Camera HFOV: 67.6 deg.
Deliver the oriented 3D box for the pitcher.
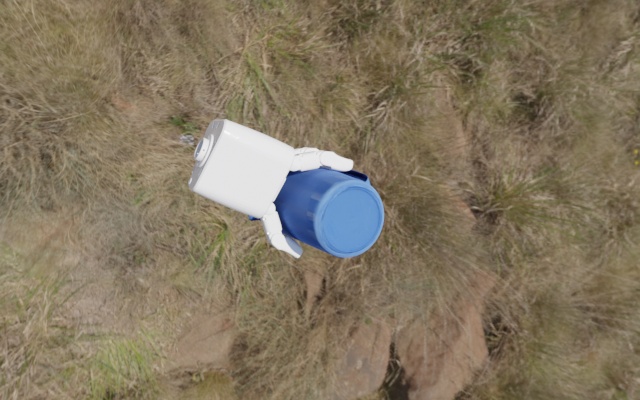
[{"bbox_3d":[0.000,0.002,0.740,0.145,0.149,0.243,25,-2,-27],"label":"pitcher"}]
